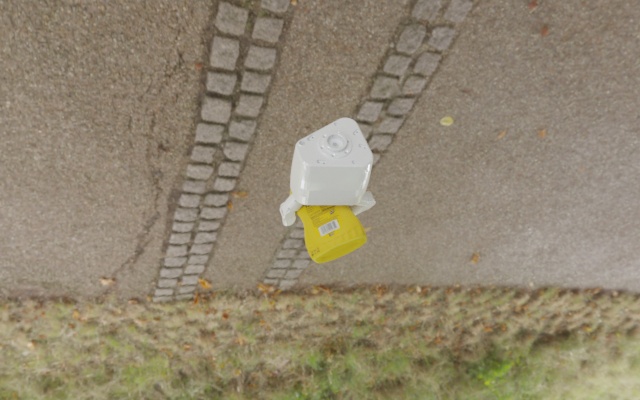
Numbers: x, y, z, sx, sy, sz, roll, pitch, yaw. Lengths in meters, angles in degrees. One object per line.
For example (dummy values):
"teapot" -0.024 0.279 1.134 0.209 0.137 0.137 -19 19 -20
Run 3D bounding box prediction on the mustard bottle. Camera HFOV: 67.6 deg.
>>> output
"mustard bottle" 0.000 0.003 0.806 0.096 0.191 0.058 -26 -27 7
